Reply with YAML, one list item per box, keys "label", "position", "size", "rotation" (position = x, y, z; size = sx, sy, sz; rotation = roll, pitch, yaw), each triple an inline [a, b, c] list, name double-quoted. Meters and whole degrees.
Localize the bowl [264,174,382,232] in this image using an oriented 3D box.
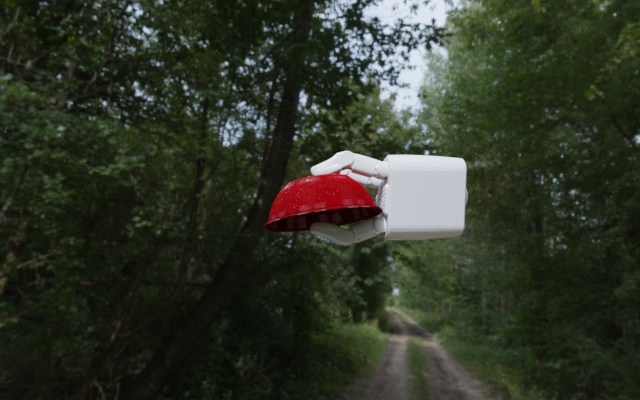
- label: "bowl"
  position: [-0.001, 0.002, 0.649]
  size: [0.162, 0.055, 0.162]
  rotation: [-9, -11, -2]
